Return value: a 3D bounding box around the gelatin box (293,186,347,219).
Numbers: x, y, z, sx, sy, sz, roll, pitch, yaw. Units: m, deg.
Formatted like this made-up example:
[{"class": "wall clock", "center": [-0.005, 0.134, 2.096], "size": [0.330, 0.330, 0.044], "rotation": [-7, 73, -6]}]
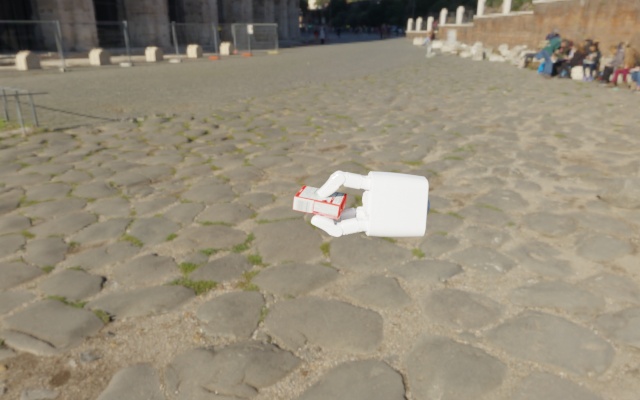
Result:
[{"class": "gelatin box", "center": [0.000, 0.002, 0.889], "size": [0.089, 0.030, 0.073], "rotation": [12, 20, 8]}]
